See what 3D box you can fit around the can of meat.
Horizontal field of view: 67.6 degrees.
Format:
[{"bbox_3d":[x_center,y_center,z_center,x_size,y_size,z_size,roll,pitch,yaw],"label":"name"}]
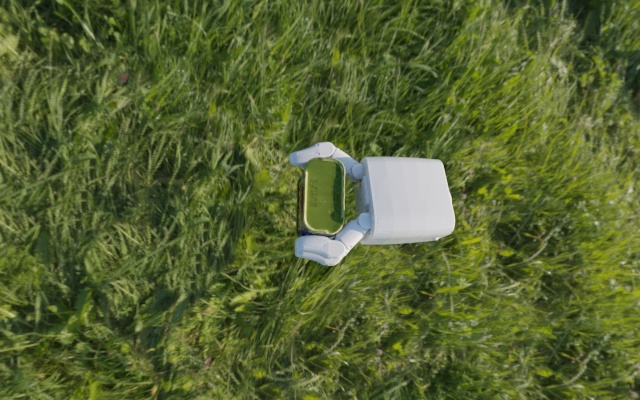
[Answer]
[{"bbox_3d":[0.000,0.002,0.616,0.057,0.102,0.084,2,-13,-6],"label":"can of meat"}]
